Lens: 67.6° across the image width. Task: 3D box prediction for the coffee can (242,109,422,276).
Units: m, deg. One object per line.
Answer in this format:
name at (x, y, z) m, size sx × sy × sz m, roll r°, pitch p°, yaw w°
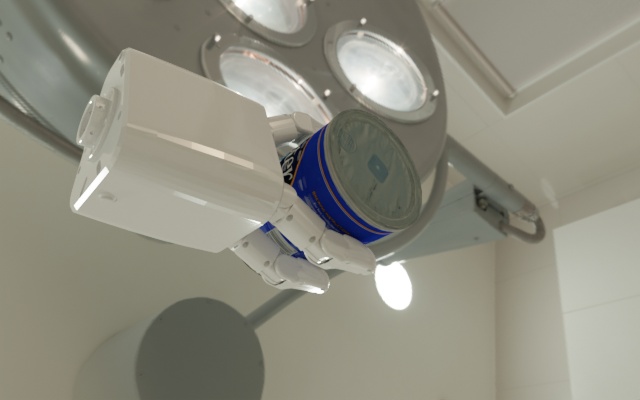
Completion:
coffee can at (0.000, 0.001, 0.412) m, size 0.103 × 0.102 × 0.140 m, roll 0°, pitch -23°, yaw -45°
